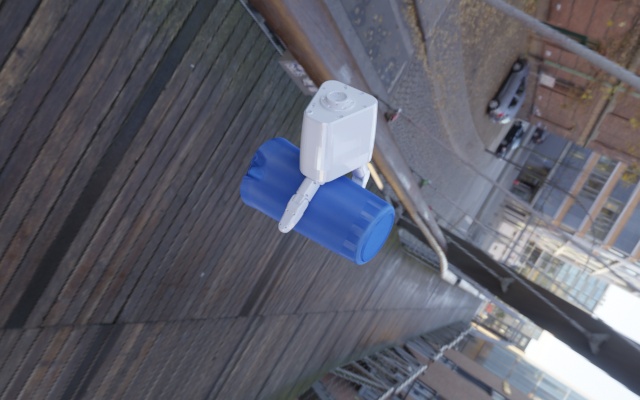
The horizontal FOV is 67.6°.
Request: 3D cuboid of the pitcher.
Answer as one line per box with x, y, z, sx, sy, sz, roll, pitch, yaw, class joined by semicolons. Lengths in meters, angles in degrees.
0.000;0.003;0.801;0.242;0.145;0.149;30;51;24;pitcher
